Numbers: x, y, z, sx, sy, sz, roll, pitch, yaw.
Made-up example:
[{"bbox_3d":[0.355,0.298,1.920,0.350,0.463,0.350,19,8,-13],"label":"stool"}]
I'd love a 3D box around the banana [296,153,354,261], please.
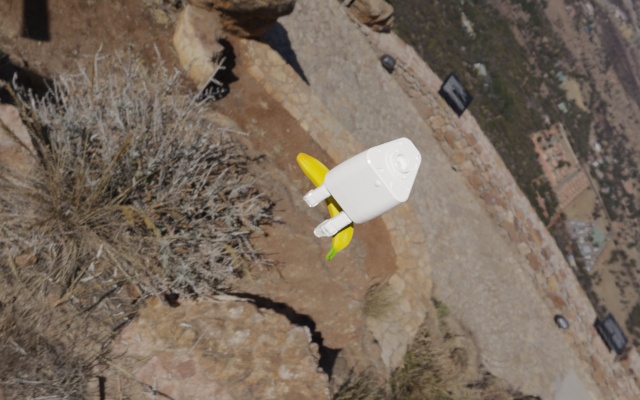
[{"bbox_3d":[0.016,0.003,0.853,0.069,0.197,0.037,-13,-9,-34],"label":"banana"}]
